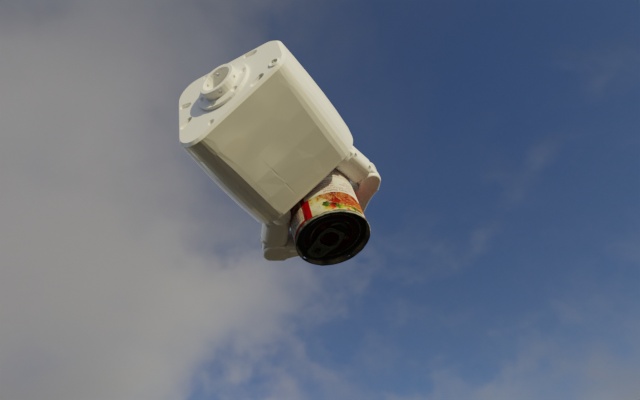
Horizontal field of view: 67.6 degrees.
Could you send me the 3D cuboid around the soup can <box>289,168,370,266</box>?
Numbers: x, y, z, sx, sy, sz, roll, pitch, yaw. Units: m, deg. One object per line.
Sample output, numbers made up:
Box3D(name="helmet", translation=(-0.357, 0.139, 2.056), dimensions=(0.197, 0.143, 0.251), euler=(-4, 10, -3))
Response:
Box3D(name="soup can", translation=(0.000, 0.002, 0.454), dimensions=(0.068, 0.069, 0.102), euler=(0, 41, -17))
